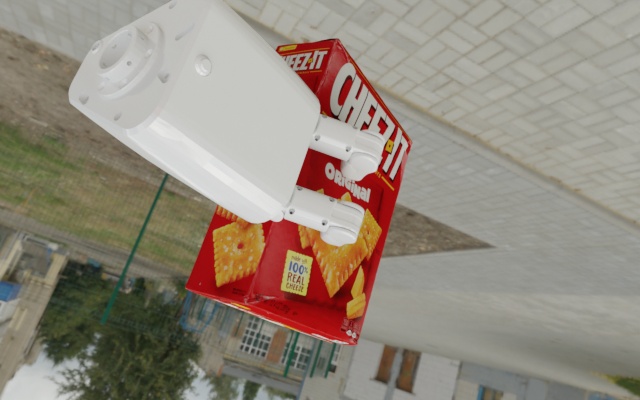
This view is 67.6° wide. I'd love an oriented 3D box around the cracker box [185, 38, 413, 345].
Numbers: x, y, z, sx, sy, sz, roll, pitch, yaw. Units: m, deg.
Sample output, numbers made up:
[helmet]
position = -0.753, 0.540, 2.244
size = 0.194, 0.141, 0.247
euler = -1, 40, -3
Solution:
[cracker box]
position = 0.000, 0.001, 0.410
size = 0.072, 0.213, 0.164
euler = 6, -21, 35
